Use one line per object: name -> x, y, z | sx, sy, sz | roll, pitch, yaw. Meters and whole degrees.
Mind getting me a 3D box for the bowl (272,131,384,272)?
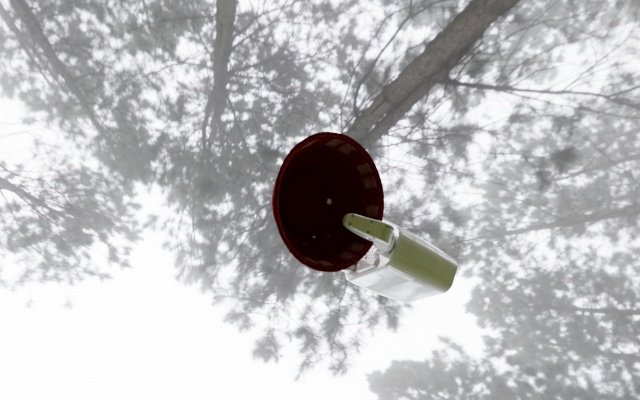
bowl -> -0.001, 0.001, 0.569 | 0.162, 0.162, 0.055 | 0, 0, -37
